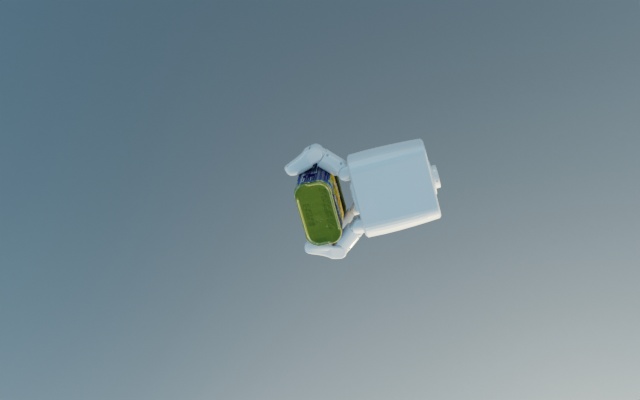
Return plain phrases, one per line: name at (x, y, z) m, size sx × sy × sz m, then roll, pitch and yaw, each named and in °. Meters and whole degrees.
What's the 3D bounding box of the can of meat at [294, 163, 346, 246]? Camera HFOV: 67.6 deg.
can of meat at (0.000, 0.002, 0.678) m, size 0.057 × 0.102 × 0.084 m, roll -12°, pitch 24°, yaw 9°
